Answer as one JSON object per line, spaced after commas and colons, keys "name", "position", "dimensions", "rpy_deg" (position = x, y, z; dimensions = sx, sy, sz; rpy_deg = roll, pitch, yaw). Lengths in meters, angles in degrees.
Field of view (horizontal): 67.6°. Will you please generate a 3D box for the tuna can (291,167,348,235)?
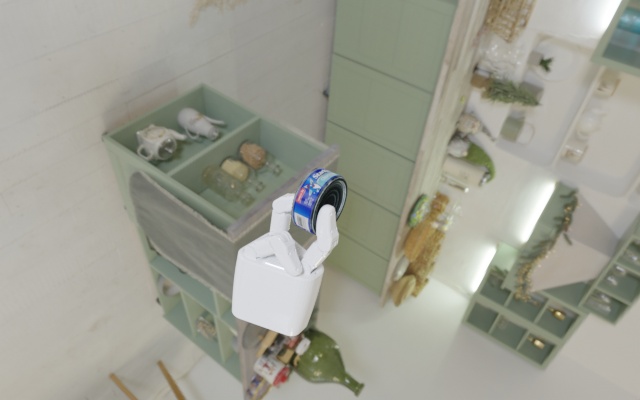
{"name": "tuna can", "position": [0.001, 0.002, 0.630], "dimensions": [0.033, 0.086, 0.086], "rpy_deg": [24, 11, 26]}
